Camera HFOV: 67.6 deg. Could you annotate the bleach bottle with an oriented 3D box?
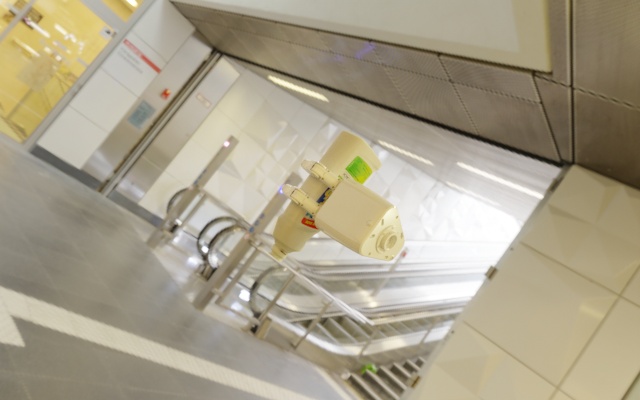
[{"bbox_3d":[0.000,0.003,0.842,0.068,0.251,0.103,33,-7,40],"label":"bleach bottle"}]
